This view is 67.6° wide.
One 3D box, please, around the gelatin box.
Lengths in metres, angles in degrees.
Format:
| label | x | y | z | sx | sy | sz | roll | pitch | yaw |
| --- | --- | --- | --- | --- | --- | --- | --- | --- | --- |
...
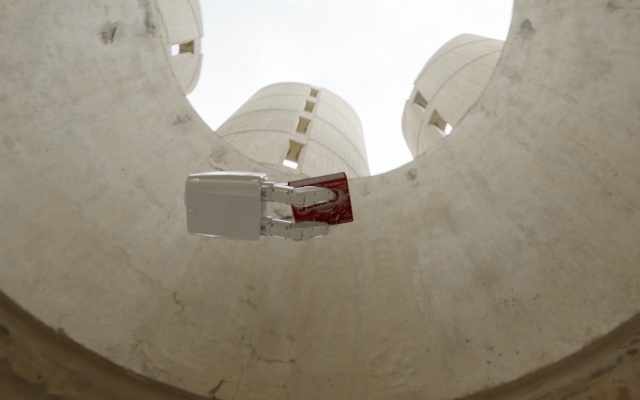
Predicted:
| label | x | y | z | sx | sy | sz | roll | pitch | yaw |
| --- | --- | --- | --- | --- | --- | --- | --- | --- | --- |
| gelatin box | 0.000 | 0.002 | 0.710 | 0.089 | 0.073 | 0.030 | -11 | 23 | -1 |
